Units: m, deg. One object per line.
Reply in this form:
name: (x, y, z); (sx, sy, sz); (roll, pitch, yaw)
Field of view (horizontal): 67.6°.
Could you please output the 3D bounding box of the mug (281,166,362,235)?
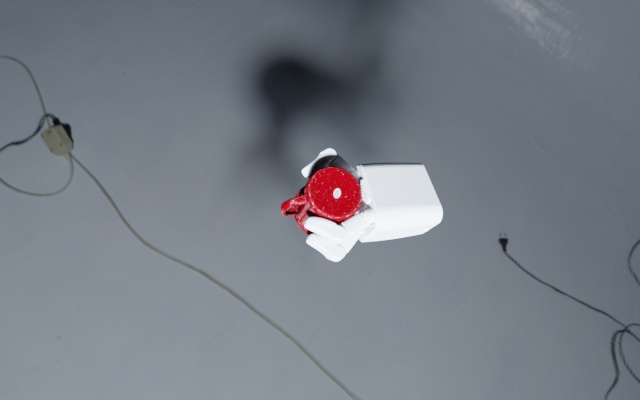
mug: (-0.001, 0.002, 0.695); (0.117, 0.093, 0.081); (-5, -18, -16)
